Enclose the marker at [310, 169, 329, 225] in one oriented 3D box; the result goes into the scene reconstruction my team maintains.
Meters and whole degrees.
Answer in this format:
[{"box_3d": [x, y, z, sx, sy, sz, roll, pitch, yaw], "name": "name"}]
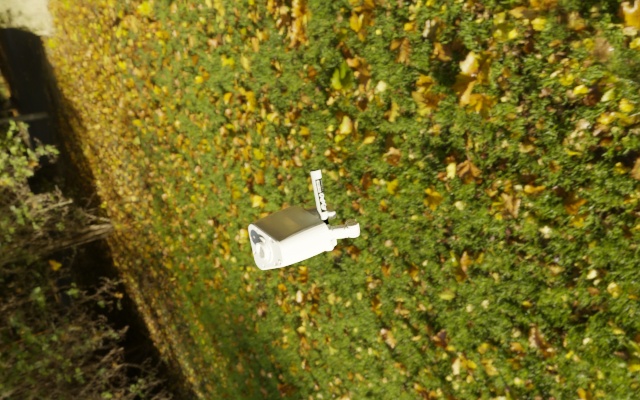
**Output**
[{"box_3d": [0.000, 0.003, 0.883, 0.020, 0.121, 0.020, -9, 14, 2], "name": "marker"}]
